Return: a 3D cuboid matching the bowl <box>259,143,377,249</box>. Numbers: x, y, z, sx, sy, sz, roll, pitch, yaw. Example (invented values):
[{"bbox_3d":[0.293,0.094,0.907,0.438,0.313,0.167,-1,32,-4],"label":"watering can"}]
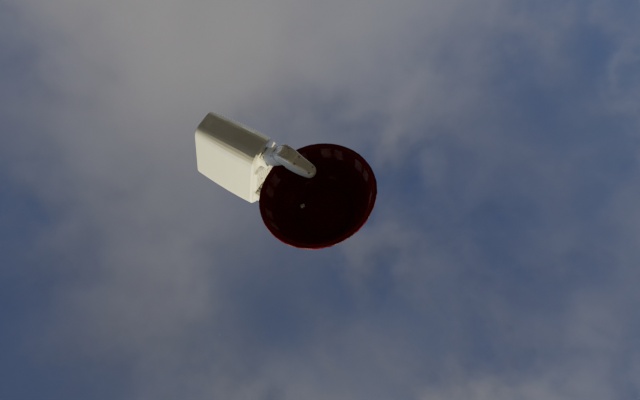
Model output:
[{"bbox_3d":[0.001,0.003,0.658,0.162,0.162,0.055,0,-29,14],"label":"bowl"}]
